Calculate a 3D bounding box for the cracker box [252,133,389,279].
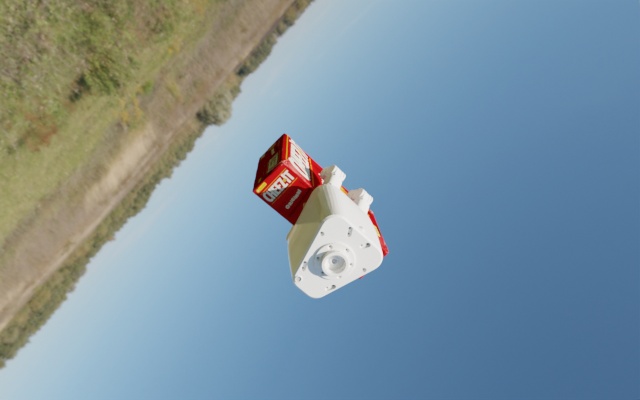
[{"bbox_3d":[0.000,0.003,0.753,0.214,0.072,0.164,41,13,-17],"label":"cracker box"}]
